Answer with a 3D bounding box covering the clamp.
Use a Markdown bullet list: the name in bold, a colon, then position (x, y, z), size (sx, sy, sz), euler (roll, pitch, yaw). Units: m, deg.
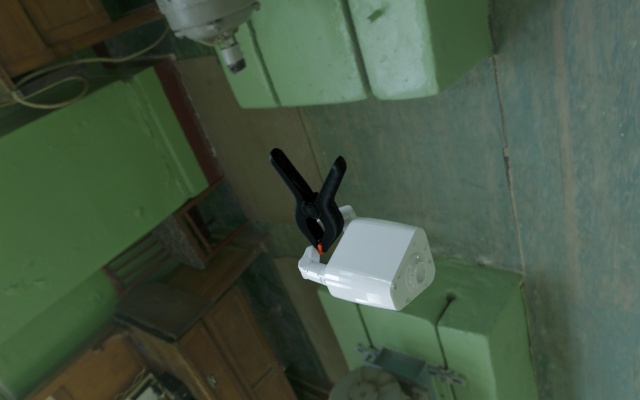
- **clamp**: position (0.000, 0.003, 0.673), size (0.120, 0.171, 0.039), euler (6, 38, 42)
